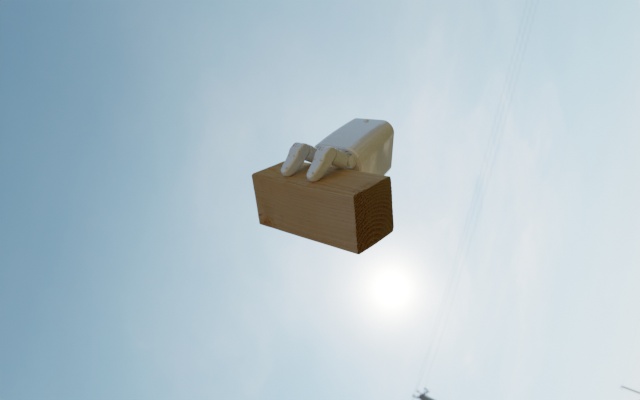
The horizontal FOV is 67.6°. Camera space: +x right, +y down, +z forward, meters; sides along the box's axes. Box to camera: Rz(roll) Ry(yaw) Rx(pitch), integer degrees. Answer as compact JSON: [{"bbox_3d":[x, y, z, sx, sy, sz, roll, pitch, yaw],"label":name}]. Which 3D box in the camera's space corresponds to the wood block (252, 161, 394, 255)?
[{"bbox_3d":[0.000,0.003,0.733,0.206,0.091,0.090,13,29,41],"label":"wood block"}]
